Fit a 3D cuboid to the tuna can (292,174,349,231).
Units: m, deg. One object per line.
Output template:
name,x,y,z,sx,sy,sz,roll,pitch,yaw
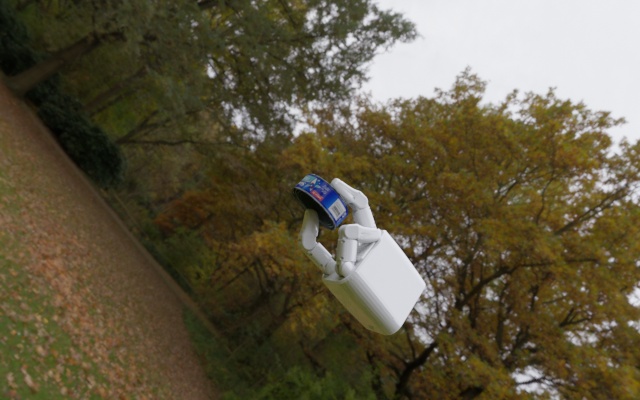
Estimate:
tuna can,0.000,0.002,0.699,0.033,0.086,0.086,-45,16,-16
